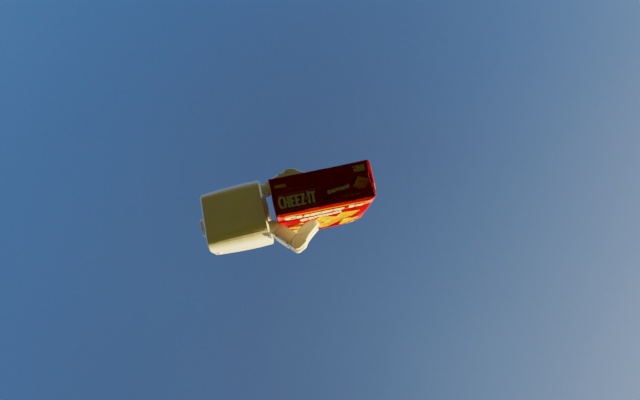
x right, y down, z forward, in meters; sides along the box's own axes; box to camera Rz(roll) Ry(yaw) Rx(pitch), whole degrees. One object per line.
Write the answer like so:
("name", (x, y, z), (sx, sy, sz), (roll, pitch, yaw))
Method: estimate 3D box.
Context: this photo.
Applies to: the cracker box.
("cracker box", (0.000, 0.003, 0.846), (0.164, 0.072, 0.214), (-12, -10, -4))
